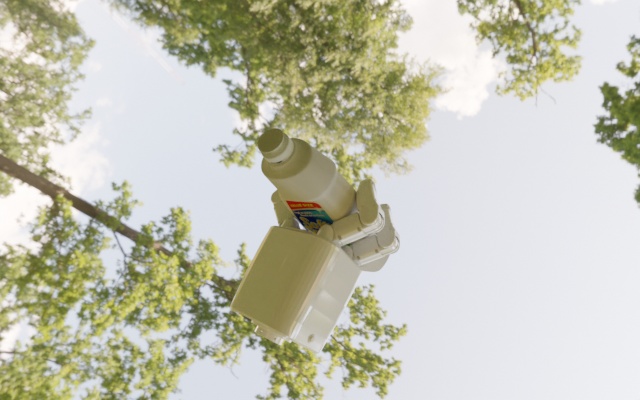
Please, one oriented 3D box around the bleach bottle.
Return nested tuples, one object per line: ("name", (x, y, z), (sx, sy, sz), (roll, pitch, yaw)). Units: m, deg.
("bleach bottle", (0.000, 0.002, 0.545), (0.102, 0.068, 0.251), (15, -20, 35))
